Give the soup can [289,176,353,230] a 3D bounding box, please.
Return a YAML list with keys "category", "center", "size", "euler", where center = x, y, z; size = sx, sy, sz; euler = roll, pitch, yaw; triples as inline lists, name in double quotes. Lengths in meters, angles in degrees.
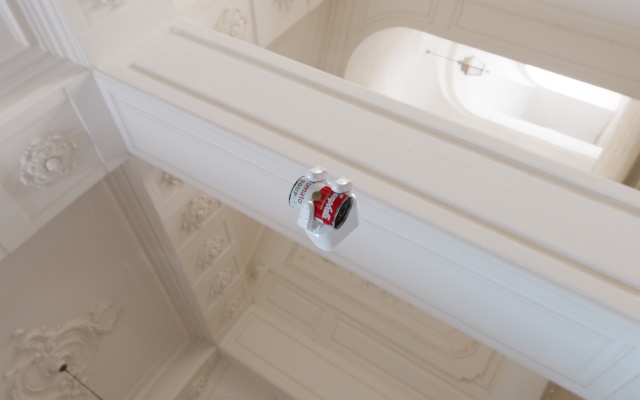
- category: "soup can"
  center: [0.000, 0.003, 0.893]
  size: [0.102, 0.068, 0.068]
  euler: [26, 10, 21]
